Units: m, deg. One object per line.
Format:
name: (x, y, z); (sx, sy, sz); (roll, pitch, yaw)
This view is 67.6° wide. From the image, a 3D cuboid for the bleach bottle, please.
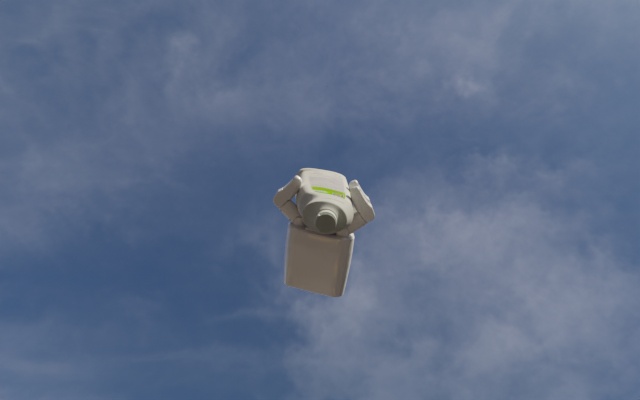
bleach bottle: (0.000, 0.003, 0.781); (0.102, 0.068, 0.250); (7, 13, -1)
